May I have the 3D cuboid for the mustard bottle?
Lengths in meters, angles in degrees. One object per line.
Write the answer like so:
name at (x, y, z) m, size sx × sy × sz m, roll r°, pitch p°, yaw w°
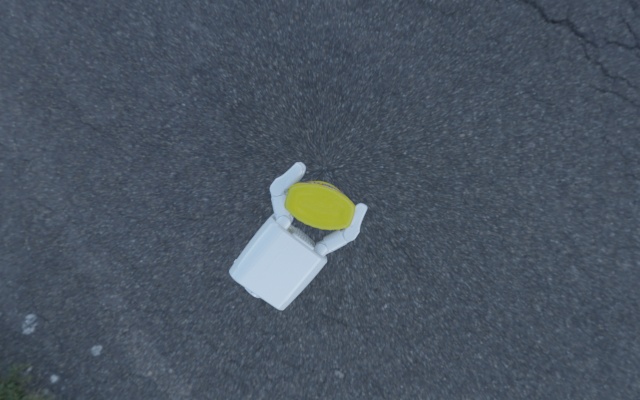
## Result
mustard bottle at (0.000, 0.002, 0.732) m, size 0.096 × 0.058 × 0.191 m, roll 16°, pitch 4°, yaw 0°
